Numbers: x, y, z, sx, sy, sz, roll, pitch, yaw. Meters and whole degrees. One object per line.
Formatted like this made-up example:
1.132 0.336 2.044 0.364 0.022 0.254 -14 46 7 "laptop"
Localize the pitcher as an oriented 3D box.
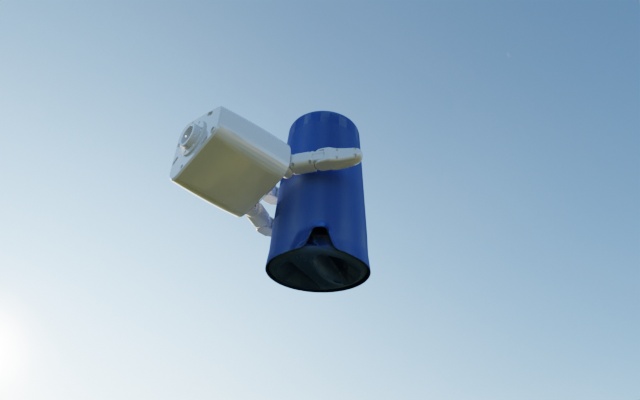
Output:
0.000 0.002 0.673 0.145 0.242 0.149 30 -42 -35 "pitcher"
